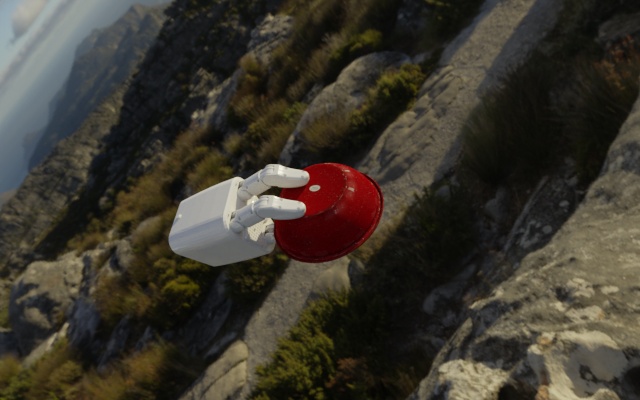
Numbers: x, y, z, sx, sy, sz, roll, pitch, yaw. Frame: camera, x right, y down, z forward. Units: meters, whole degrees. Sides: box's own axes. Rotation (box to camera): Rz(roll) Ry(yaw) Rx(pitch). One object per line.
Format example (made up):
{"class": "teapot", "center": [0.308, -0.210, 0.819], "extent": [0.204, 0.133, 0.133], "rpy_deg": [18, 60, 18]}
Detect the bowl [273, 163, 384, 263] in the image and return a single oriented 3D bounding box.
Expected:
{"class": "bowl", "center": [0.001, 0.001, 0.640], "extent": [0.162, 0.162, 0.055], "rpy_deg": [0, -39, 26]}
